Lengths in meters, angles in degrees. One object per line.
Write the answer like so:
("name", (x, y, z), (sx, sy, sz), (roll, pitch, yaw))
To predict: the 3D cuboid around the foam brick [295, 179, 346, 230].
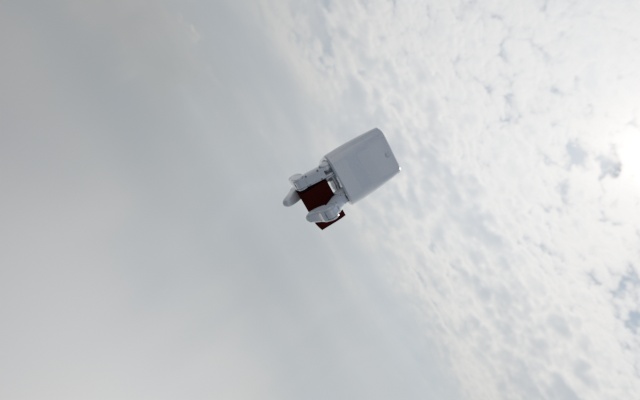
("foam brick", (0.000, 0.003, 0.833), (0.051, 0.078, 0.053), (-32, 19, -6))
